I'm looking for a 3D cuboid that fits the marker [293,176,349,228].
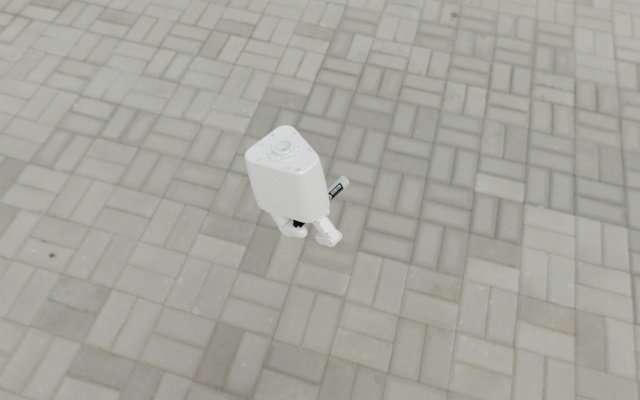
[{"bbox_3d":[0.000,0.003,0.766,0.121,0.020,0.020,-42,20,-25],"label":"marker"}]
